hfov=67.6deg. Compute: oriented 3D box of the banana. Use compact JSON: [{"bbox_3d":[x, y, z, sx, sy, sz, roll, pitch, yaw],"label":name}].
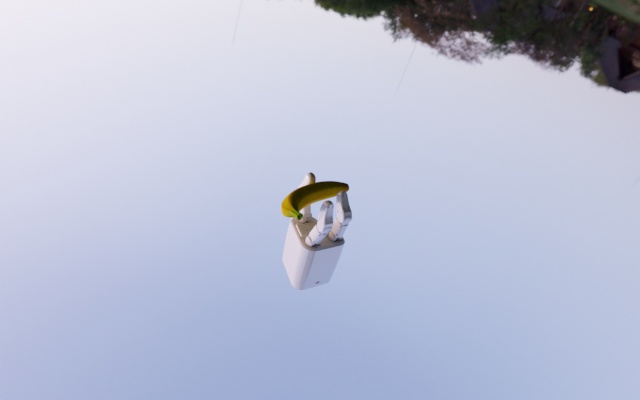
[{"bbox_3d":[-0.017,-0.003,0.879,0.069,0.037,0.197,23,28,21],"label":"banana"}]
